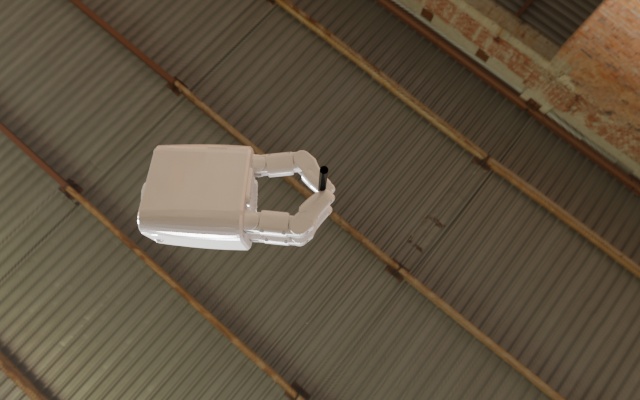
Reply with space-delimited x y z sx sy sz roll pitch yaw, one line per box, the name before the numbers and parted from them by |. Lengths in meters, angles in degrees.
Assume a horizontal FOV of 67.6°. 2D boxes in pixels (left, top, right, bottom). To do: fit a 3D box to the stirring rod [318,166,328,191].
stirring rod | 0.000 0.002 0.555 0.011 0.011 0.239 0 -14 -2
